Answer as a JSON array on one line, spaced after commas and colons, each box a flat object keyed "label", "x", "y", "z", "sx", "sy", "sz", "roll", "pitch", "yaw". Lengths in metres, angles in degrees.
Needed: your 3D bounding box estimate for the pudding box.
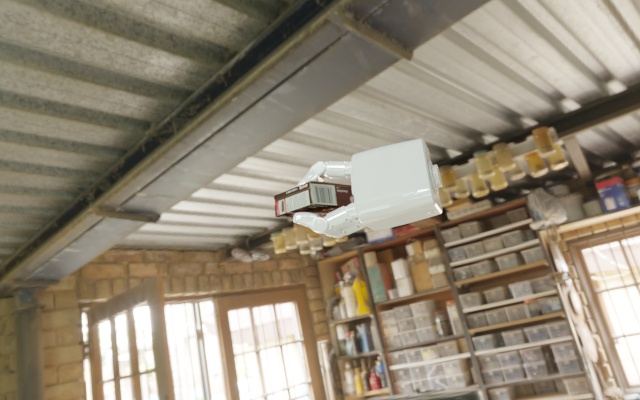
[{"label": "pudding box", "x": 0.000, "y": 0.002, "z": 0.727, "sx": 0.113, "sy": 0.039, "sz": 0.090, "roll": 7, "pitch": -18, "yaw": -40}]
